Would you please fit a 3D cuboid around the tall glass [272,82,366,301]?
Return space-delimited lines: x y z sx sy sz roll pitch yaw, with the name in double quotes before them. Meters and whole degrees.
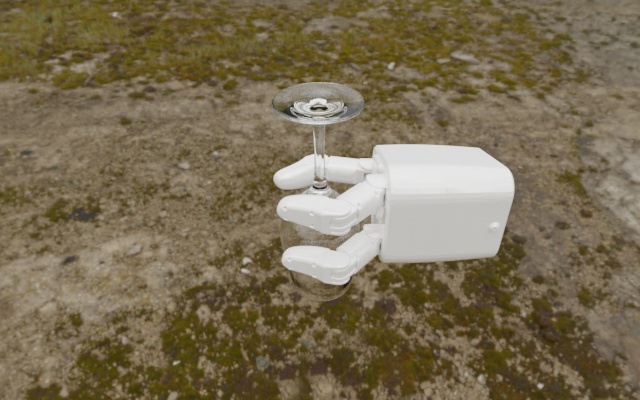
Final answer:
"tall glass" 0.000 0.001 0.436 0.079 0.201 0.079 0 36 0
